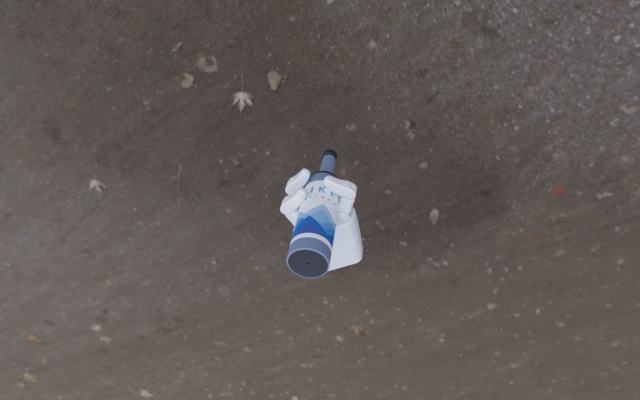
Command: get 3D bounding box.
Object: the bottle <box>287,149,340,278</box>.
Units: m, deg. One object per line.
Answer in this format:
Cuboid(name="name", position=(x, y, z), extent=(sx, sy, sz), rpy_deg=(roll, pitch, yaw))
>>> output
Cuboid(name="bottle", position=(0.000, 0.003, 0.836), extent=(0.069, 0.069, 0.295), rpy_deg=(0, 40, 10))
